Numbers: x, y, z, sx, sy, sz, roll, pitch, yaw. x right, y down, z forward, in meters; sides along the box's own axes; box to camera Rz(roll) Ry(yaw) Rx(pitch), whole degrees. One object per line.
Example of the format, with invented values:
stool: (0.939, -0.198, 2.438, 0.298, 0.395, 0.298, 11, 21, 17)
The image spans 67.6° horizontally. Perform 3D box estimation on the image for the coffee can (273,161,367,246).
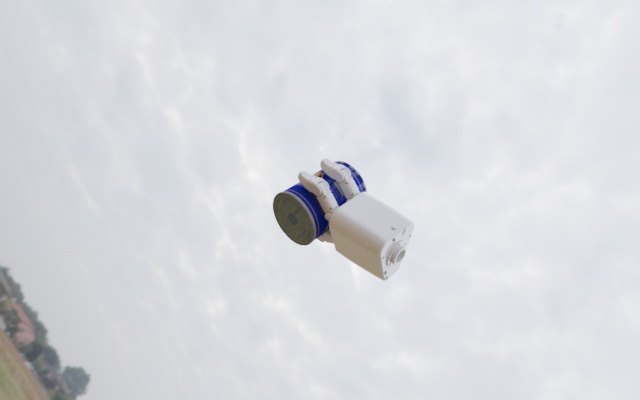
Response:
coffee can: (0.000, 0.003, 0.855, 0.140, 0.103, 0.103, -32, 20, -35)
